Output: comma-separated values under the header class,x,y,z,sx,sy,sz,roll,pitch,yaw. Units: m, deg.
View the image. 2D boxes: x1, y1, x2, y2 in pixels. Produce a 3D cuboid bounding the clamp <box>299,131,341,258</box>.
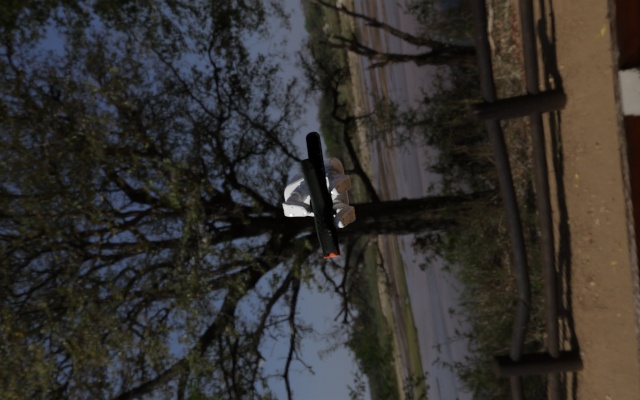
class,x,y,z,sx,sy,sz,roll,pitch,yaw
clamp,-0.001,0.003,0.772,0.036,0.210,0.164,-9,15,7
